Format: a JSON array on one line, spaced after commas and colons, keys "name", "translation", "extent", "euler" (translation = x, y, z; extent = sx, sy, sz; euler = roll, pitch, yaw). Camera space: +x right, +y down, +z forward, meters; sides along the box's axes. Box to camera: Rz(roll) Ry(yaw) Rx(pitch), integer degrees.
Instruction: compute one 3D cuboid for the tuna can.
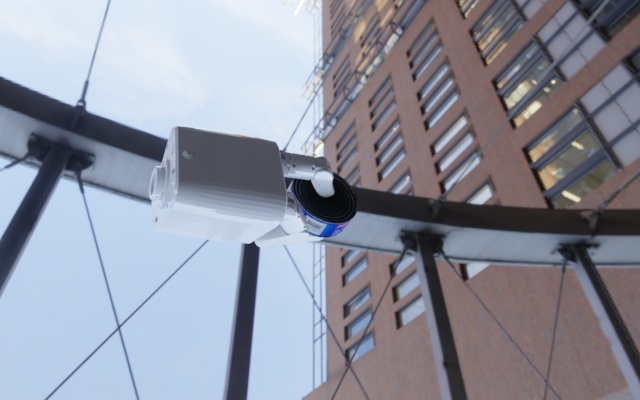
[{"name": "tuna can", "translation": [0.000, 0.002, 0.575], "extent": [0.086, 0.086, 0.034], "euler": [0, -38, -31]}]
